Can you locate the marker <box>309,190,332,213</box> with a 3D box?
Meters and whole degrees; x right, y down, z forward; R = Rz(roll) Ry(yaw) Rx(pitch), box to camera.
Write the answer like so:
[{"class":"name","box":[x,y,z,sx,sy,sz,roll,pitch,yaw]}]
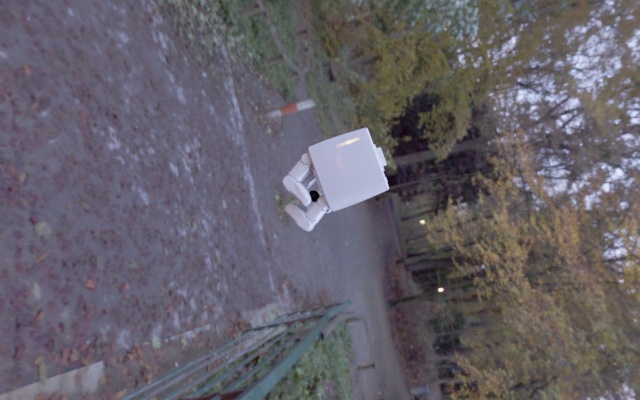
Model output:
[{"class":"marker","box":[0.000,0.003,0.855,0.020,0.020,0.121,0,-12,13]}]
